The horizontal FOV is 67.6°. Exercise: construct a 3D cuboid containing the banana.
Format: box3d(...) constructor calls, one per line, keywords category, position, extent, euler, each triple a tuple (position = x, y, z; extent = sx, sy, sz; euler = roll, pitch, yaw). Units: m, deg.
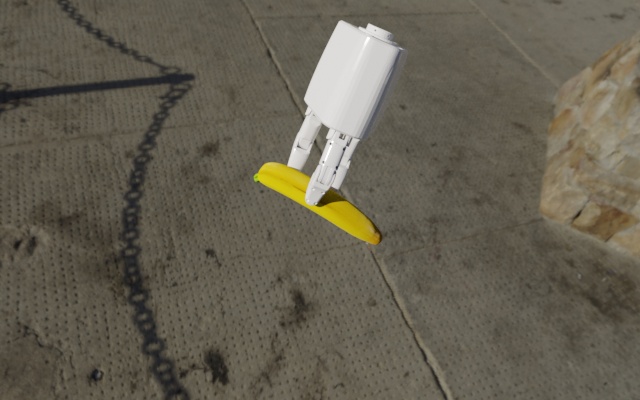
box3d(category="banana", position=(-0.005, -0.003, 0.618), extent=(0.198, 0.037, 0.069), euler=(29, -5, 12))
